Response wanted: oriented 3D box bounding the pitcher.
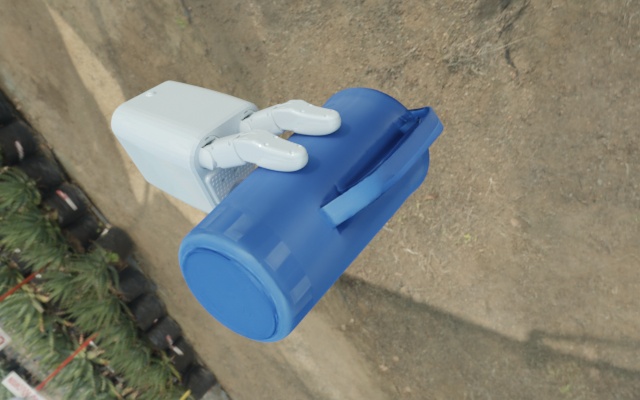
[{"bbox_3d":[0.000,0.001,0.424,0.145,0.149,0.242,23,45,21],"label":"pitcher"}]
